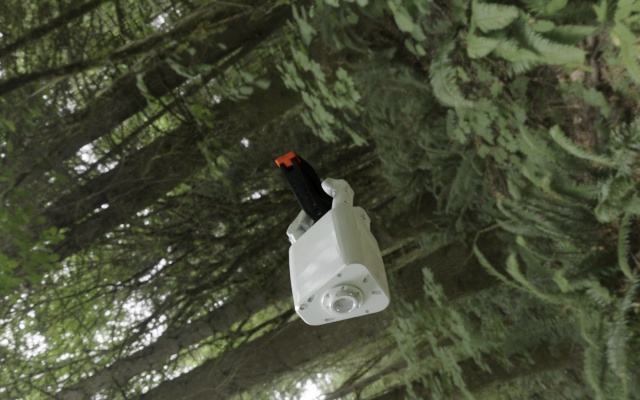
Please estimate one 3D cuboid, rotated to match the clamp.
[{"bbox_3d":[-0.001,0.002,0.707,0.036,0.210,0.164,-26,33,12],"label":"clamp"}]
